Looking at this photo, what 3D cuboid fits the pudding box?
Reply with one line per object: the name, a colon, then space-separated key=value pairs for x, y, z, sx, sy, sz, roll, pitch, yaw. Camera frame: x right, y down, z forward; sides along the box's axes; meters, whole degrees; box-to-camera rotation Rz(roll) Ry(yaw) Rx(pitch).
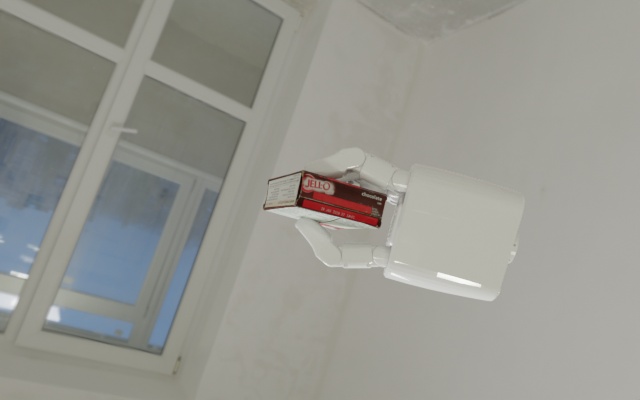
pudding box: x=0.000 y=0.002 z=0.483 sx=0.090 sy=0.039 sz=0.113 roll=16 pitch=-10 yaw=-21
